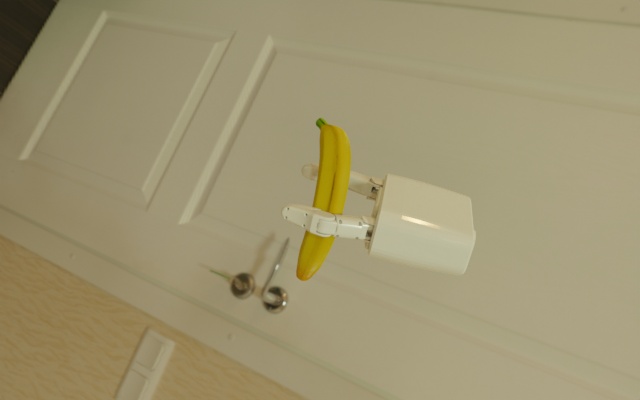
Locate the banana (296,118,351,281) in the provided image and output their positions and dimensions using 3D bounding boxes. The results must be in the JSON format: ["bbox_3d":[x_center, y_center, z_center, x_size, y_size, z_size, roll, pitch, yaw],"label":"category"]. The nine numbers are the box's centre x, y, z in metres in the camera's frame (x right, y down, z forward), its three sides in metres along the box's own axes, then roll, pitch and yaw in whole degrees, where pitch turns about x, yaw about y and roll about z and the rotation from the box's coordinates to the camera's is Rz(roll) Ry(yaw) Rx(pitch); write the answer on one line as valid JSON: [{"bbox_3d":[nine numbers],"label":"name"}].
[{"bbox_3d":[0.006,-0.003,0.549,0.037,0.198,0.069,11,-6,-16],"label":"banana"}]
